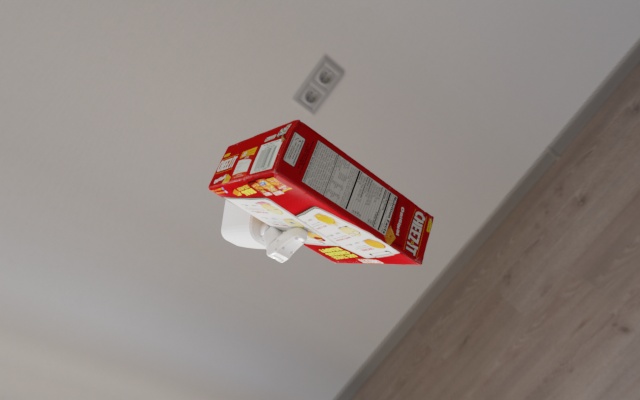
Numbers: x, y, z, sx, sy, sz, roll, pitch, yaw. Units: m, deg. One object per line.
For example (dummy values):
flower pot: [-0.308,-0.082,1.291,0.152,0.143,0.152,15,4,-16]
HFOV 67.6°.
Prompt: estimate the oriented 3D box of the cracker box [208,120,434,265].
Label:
cracker box: [0.000,0.002,0.561,0.214,0.072,0.164,32,-22,-28]
